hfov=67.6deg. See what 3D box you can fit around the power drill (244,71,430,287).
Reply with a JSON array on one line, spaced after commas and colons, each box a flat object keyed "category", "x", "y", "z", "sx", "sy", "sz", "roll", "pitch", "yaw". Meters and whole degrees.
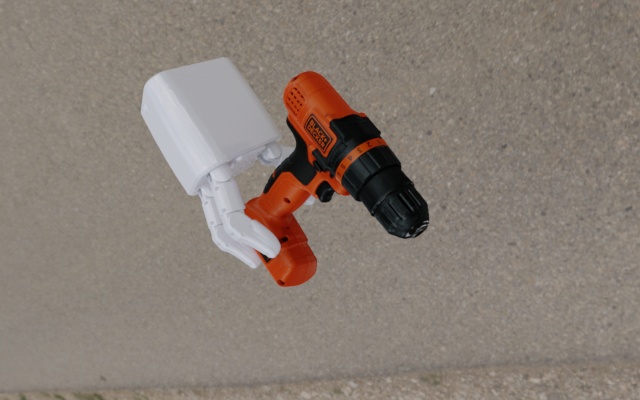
[{"category": "power drill", "x": 0.000, "y": 0.002, "z": 0.457, "sx": 0.057, "sy": 0.184, "sz": 0.188, "roll": -10, "pitch": -34, "yaw": -43}]
